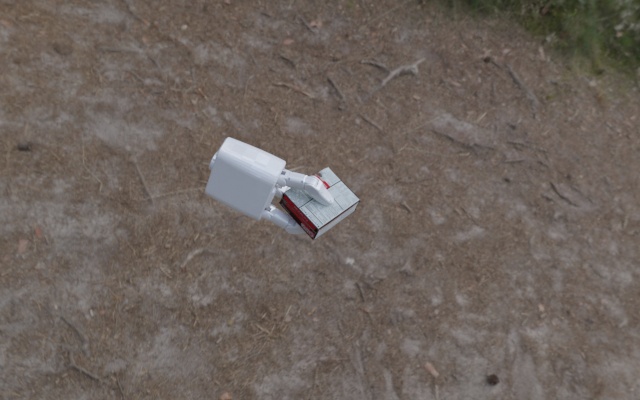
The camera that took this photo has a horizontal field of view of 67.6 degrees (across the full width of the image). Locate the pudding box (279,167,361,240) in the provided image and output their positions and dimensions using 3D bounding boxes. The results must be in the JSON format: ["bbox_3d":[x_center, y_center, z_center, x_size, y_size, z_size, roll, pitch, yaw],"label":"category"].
[{"bbox_3d":[0.000,0.003,0.818,0.113,0.090,0.039,-34,-17,-33],"label":"pudding box"}]
